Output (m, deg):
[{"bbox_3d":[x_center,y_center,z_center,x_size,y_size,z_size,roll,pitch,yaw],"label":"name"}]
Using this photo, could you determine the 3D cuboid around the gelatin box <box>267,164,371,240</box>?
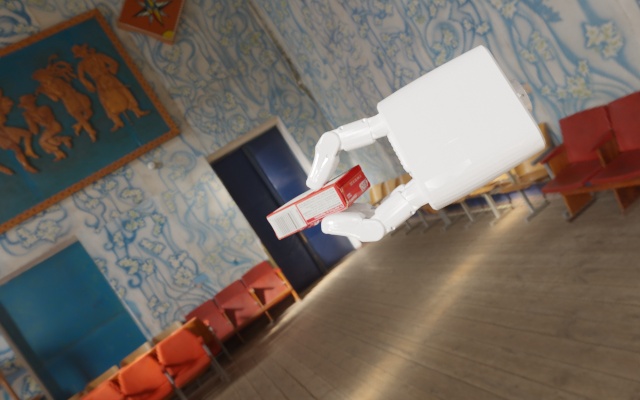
[{"bbox_3d":[0.000,0.001,0.490,0.089,0.030,0.073,-26,6,28],"label":"gelatin box"}]
